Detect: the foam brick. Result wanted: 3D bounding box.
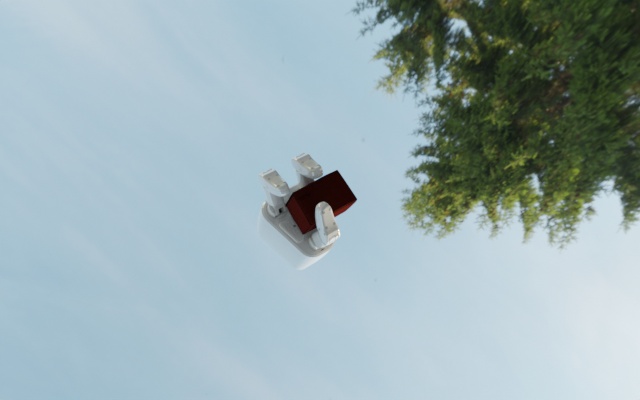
[{"bbox_3d":[0.000,0.002,0.664,0.078,0.053,0.051,-27,-10,-21],"label":"foam brick"}]
